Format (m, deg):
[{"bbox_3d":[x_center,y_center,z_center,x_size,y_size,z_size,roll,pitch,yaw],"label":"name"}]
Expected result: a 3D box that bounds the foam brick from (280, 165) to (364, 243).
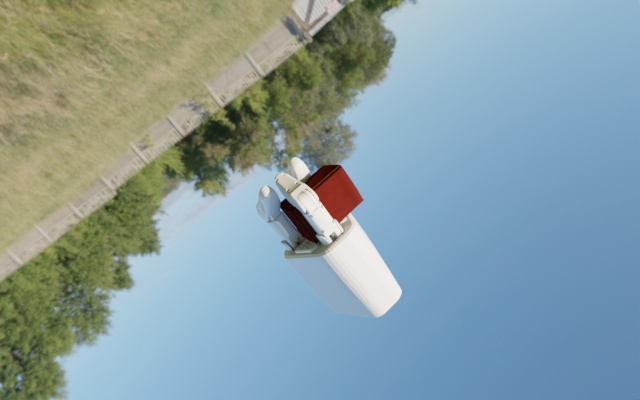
[{"bbox_3d":[0.000,0.002,0.555,0.078,0.051,0.053,-42,17,-12],"label":"foam brick"}]
